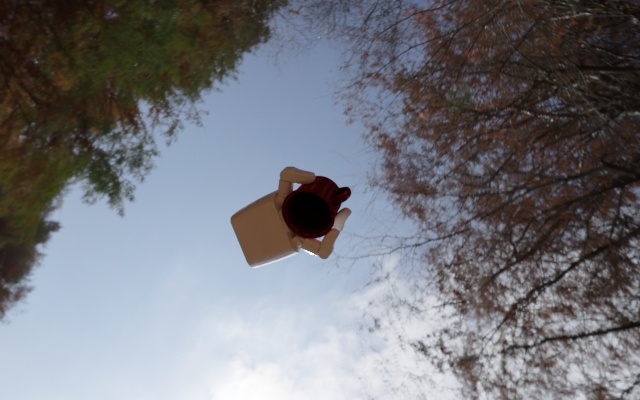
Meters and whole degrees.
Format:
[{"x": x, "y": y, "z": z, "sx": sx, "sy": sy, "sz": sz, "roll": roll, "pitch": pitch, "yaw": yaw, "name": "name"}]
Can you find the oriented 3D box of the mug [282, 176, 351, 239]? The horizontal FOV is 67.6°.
[{"x": 0.001, "y": 0.002, "z": 0.825, "sx": 0.117, "sy": 0.093, "sz": 0.081, "roll": -23, "pitch": 15, "yaw": 26, "name": "mug"}]
